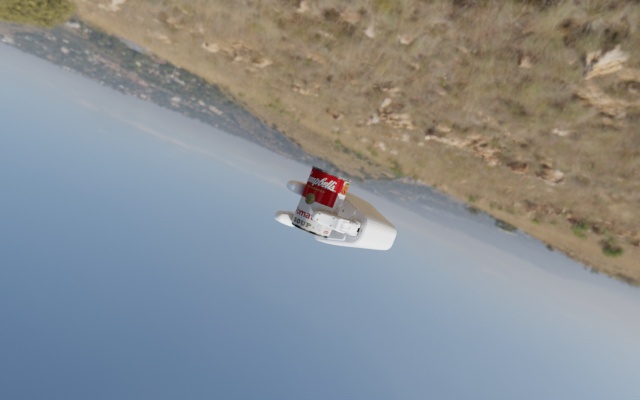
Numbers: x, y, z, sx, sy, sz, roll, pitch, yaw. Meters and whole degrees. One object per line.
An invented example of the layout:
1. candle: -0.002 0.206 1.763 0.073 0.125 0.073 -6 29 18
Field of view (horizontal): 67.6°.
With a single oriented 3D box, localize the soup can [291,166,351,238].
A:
1. soup can: 0.000 0.003 0.784 0.068 0.102 0.068 22 3 -1
